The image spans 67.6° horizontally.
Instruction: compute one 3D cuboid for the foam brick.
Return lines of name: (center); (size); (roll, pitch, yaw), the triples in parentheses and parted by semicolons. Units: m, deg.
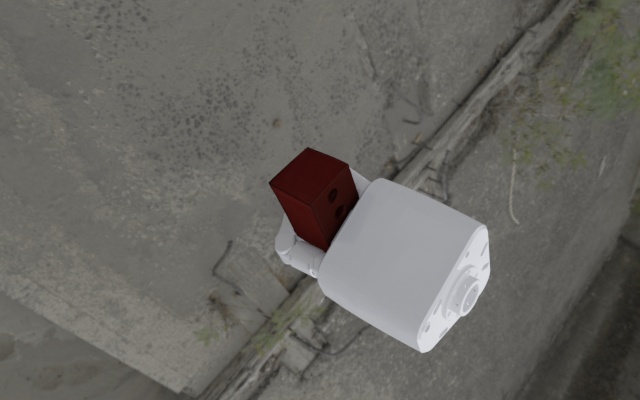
foam brick: (0.000, 0.001, 0.429); (0.051, 0.053, 0.078); (27, -26, 37)
